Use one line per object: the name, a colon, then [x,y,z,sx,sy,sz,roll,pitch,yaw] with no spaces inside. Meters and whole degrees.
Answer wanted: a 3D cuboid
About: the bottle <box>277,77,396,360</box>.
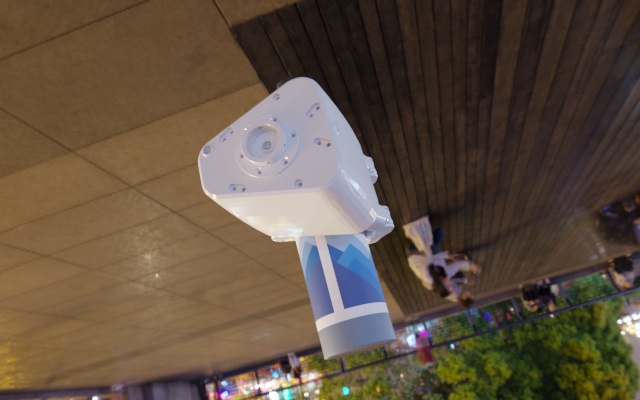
bottle: [0.000,0.002,0.480,0.069,0.295,0.069,-13,-22,-5]
